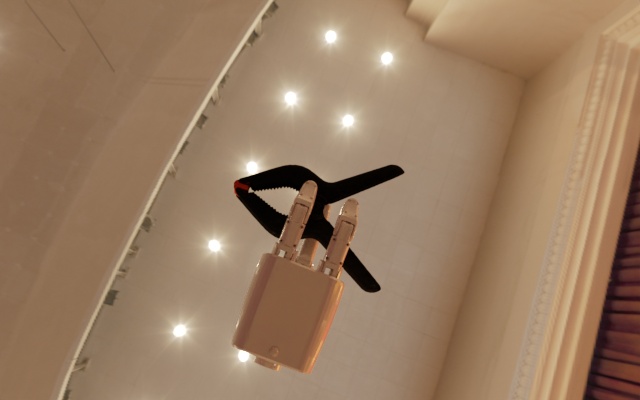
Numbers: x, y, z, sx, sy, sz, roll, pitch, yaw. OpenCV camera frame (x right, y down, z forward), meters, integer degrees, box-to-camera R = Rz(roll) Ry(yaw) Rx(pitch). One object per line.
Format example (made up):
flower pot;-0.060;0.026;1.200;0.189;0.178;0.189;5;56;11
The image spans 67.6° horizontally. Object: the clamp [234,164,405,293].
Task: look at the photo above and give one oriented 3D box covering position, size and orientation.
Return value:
clamp;-0.001;0.002;0.589;0.210;0.164;0.036;22;-16;-3
